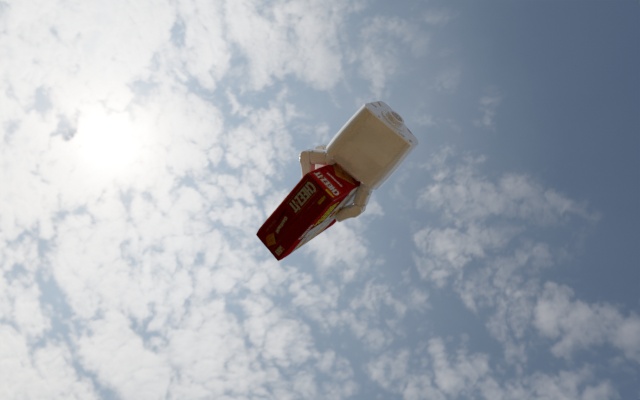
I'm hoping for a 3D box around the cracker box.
[{"bbox_3d":[0.000,0.003,0.869,0.164,0.072,0.213,-49,-11,29],"label":"cracker box"}]
